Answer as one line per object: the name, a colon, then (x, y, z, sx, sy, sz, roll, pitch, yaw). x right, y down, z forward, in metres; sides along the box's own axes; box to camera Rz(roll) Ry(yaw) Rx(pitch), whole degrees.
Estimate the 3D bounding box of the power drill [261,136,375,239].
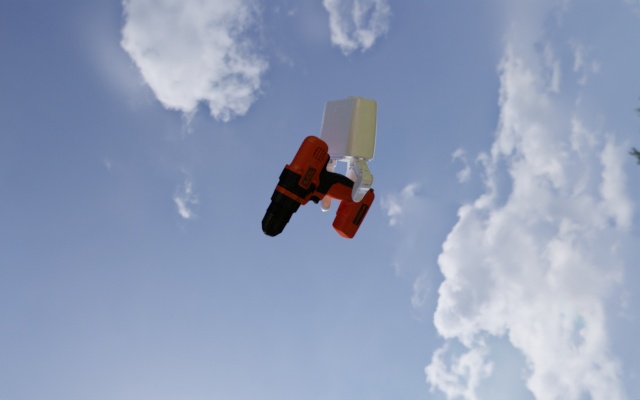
power drill: (0.001, 0.003, 0.842, 0.188, 0.184, 0.057, 29, 0, -42)
